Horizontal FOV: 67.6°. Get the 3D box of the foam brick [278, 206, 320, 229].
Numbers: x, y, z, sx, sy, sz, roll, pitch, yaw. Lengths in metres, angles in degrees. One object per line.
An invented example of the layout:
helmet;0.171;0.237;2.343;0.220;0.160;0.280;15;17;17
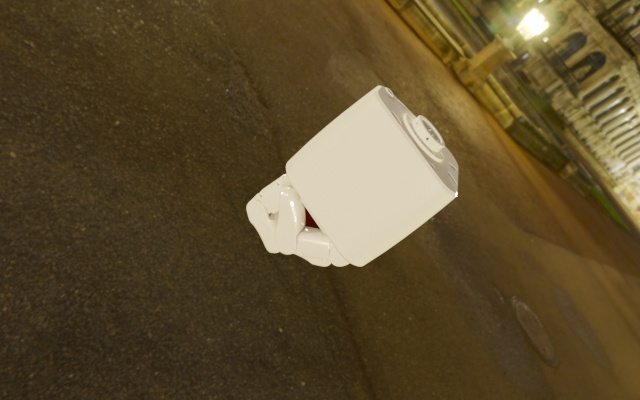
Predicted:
foam brick;0.000;0.001;0.491;0.051;0.053;0.078;-40;8;27
